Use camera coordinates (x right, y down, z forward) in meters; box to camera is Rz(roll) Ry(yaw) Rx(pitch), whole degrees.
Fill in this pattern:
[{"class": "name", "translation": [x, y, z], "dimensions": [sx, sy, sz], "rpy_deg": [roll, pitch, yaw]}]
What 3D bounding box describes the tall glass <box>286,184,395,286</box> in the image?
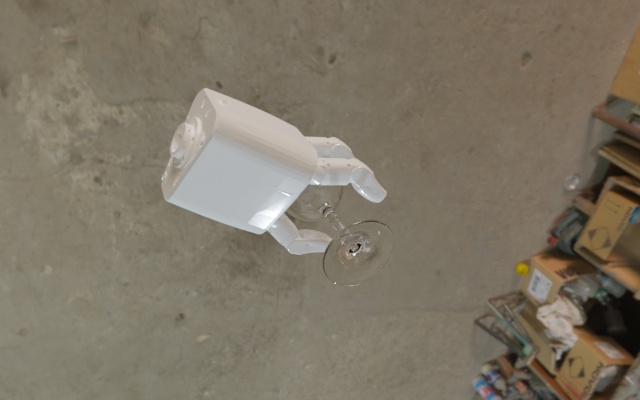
[{"class": "tall glass", "translation": [0.000, 0.002, 0.523], "dimensions": [0.079, 0.079, 0.201], "rpy_deg": [0, 29, -25]}]
